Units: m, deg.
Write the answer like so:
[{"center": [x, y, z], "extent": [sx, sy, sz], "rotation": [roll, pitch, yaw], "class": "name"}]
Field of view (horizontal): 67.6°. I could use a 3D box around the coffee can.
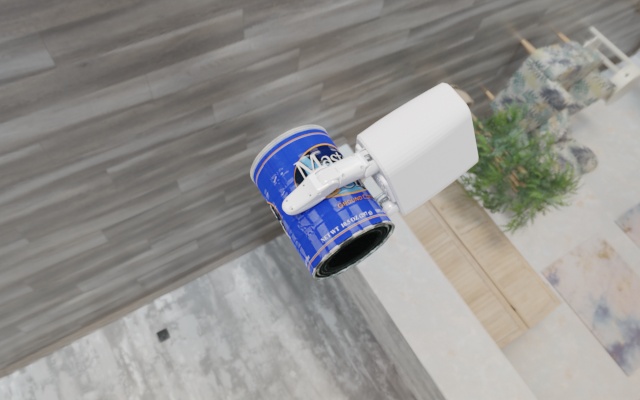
[{"center": [0.000, 0.002, 0.528], "extent": [0.103, 0.140, 0.103], "rotation": [-29, -22, -13], "class": "coffee can"}]
